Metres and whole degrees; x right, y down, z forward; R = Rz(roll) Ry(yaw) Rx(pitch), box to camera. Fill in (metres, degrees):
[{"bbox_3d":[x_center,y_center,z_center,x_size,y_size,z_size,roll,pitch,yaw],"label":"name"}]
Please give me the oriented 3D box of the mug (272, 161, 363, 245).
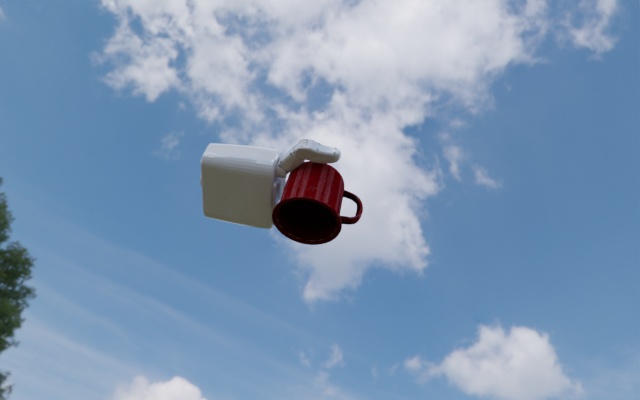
[{"bbox_3d":[0.002,0.002,0.650,0.117,0.081,0.093,9,-44,5],"label":"mug"}]
